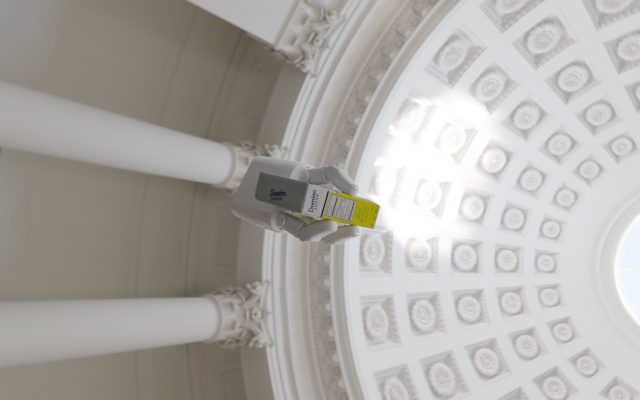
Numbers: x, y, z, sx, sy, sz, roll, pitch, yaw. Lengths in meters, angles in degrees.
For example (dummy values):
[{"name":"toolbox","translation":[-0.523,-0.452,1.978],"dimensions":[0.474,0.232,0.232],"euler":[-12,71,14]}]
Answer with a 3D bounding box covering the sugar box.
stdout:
[{"name":"sugar box","translation":[0.000,0.003,0.684],"dimensions":[0.093,0.048,0.176],"euler":[15,3,40]}]
